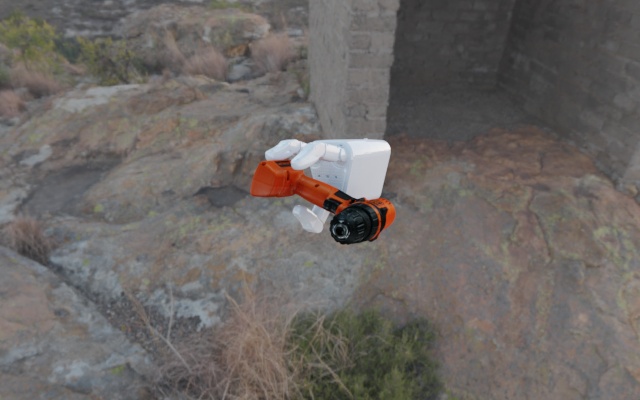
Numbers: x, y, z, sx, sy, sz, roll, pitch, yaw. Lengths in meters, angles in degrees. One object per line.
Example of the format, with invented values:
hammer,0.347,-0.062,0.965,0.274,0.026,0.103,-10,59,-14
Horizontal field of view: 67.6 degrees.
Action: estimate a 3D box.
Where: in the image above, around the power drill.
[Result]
power drill,0.000,0.002,0.660,0.187,0.057,0.184,25,13,19
